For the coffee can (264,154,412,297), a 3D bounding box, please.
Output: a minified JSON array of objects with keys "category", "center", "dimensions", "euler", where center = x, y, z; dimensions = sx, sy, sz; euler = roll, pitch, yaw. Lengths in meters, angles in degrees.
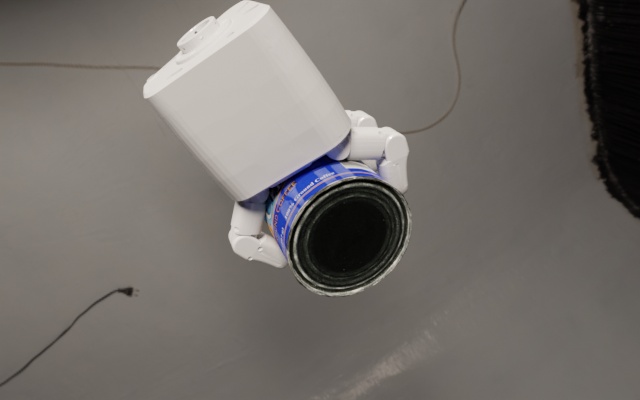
[{"category":"coffee can","center":[0.000,0.001,0.416],"dimensions":[0.103,0.103,0.140],"euler":[0,24,-22]}]
